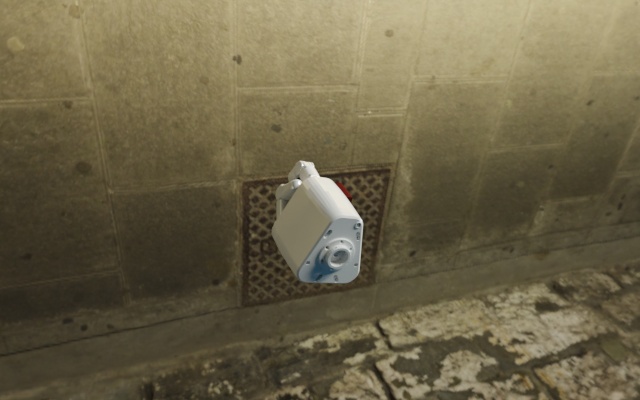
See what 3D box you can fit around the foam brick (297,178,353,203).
[{"bbox_3d":[0.000,0.002,0.727,0.078,0.053,0.051,6,25,-27],"label":"foam brick"}]
